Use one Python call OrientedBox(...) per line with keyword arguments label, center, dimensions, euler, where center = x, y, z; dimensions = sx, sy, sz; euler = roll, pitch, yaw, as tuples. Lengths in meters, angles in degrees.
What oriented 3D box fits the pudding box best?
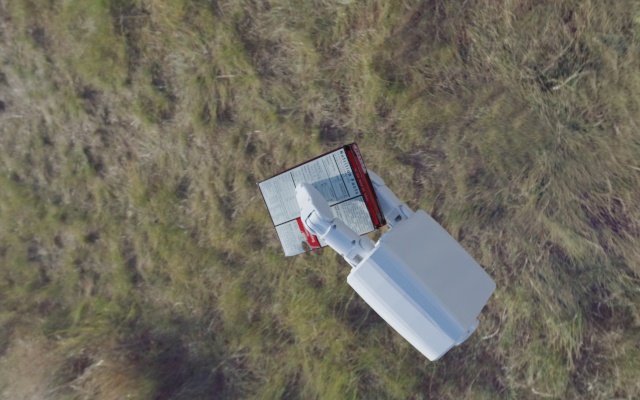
OrientedBox(label="pudding box", center=(0.000, 0.002, 0.491), dimensions=(0.113, 0.090, 0.039), euler=(-20, 1, 26))
